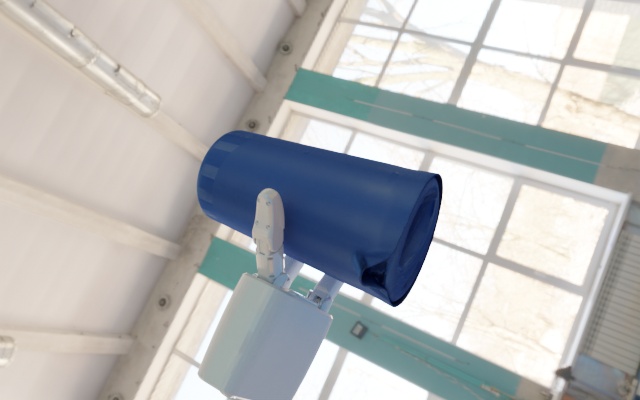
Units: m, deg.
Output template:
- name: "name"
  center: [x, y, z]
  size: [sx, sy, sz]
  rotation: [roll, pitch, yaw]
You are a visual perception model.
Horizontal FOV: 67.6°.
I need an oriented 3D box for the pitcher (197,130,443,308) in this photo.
- name: "pitcher"
  center: [0.000, 0.002, 0.506]
  size: [0.243, 0.145, 0.149]
  rotation: [19, -12, 25]
